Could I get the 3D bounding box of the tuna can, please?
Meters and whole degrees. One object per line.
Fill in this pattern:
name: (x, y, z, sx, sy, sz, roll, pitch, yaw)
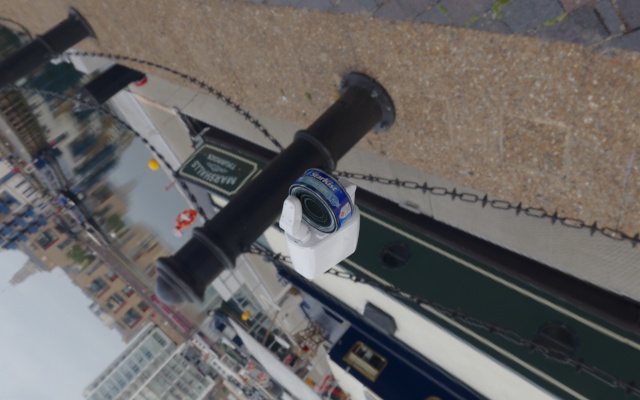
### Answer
tuna can: (0.000, 0.002, 0.621, 0.033, 0.086, 0.086, -44, 23, -27)
